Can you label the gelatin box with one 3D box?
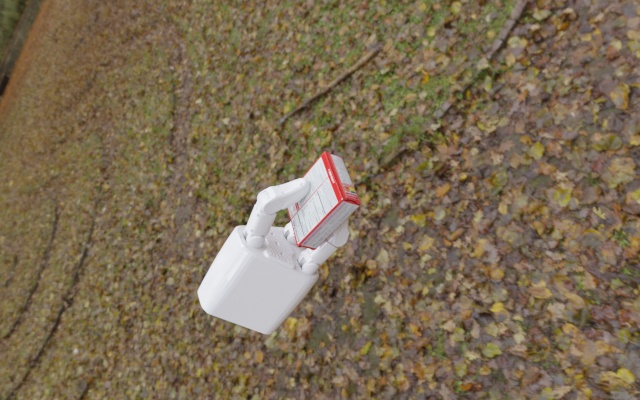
[{"bbox_3d":[0.000,0.001,0.541,0.030,0.073,0.089,15,-49,-35],"label":"gelatin box"}]
